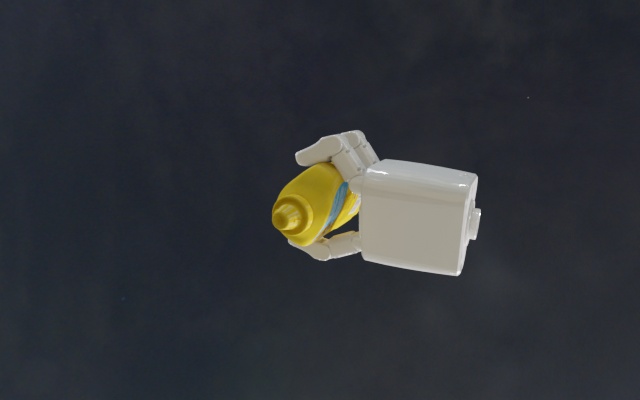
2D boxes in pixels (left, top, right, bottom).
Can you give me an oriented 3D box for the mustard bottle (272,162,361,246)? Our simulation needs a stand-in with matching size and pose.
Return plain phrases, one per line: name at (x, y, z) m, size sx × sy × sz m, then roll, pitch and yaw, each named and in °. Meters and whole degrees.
mustard bottle at (0.000, 0.002, 0.538) m, size 0.058 × 0.096 × 0.191 m, roll 33°, pitch 22°, yaw 14°
